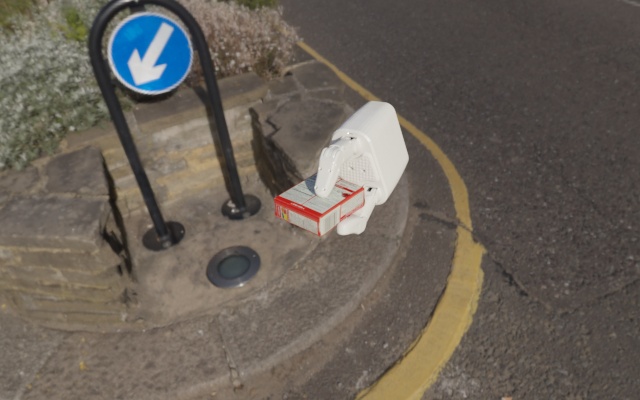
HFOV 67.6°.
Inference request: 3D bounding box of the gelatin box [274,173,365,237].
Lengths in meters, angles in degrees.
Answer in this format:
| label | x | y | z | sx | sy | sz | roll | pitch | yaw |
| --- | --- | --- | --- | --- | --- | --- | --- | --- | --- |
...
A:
| label | x | y | z | sx | sy | sz | roll | pitch | yaw |
| --- | --- | --- | --- | --- | --- | --- | --- | --- | --- |
| gelatin box | 0.000 | 0.002 | 0.581 | 0.073 | 0.030 | 0.089 | 22 | 39 | 34 |
